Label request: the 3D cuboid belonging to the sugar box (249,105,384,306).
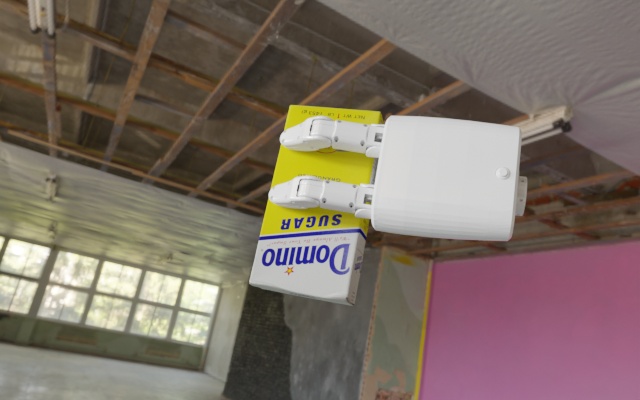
[{"bbox_3d":[0.000,0.001,0.445,0.093,0.176,0.048,7,-17,16],"label":"sugar box"}]
